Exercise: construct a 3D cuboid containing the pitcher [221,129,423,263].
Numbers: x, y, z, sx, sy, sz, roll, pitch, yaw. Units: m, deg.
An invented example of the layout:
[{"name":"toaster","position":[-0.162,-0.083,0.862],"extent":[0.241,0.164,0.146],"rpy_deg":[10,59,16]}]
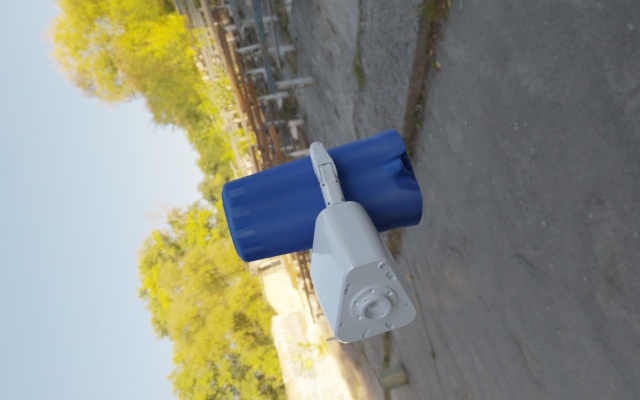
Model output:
[{"name":"pitcher","position":[0.000,0.002,0.638],"extent":[0.243,0.149,0.145],"rpy_deg":[-15,34,-6]}]
